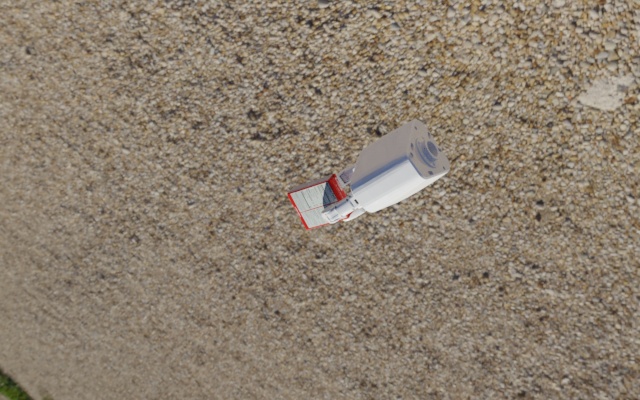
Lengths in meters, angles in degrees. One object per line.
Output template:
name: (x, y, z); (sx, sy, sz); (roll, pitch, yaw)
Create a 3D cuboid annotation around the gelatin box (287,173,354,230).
gelatin box: (0.000, 0.003, 0.784); (0.089, 0.073, 0.030); (-17, 21, 31)
